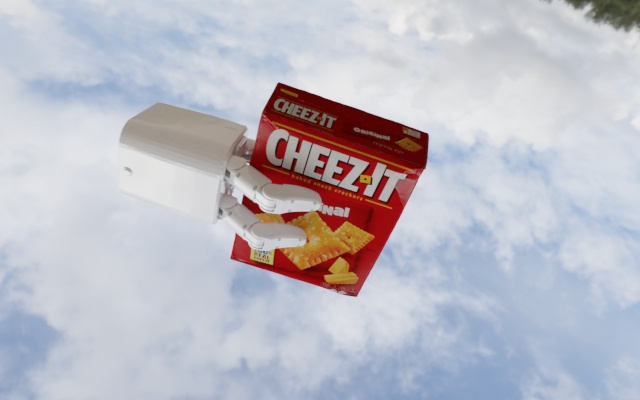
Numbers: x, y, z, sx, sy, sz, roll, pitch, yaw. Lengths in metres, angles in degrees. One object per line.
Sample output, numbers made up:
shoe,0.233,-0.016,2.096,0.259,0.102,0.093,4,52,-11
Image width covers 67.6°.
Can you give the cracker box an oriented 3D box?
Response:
cracker box,0.000,0.002,0.525,0.164,0.214,0.072,18,41,-2
